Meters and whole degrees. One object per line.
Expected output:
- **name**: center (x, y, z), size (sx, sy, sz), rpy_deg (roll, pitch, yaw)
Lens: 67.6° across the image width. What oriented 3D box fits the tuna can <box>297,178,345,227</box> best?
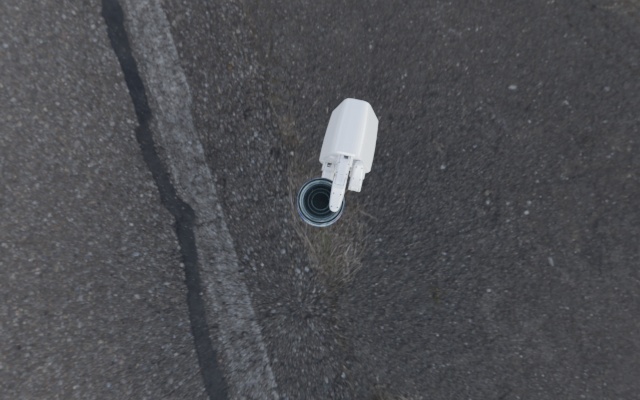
- **tuna can**: center (0.000, 0.003, 0.847), size (0.086, 0.086, 0.034), rpy_deg (0, -7, -1)
